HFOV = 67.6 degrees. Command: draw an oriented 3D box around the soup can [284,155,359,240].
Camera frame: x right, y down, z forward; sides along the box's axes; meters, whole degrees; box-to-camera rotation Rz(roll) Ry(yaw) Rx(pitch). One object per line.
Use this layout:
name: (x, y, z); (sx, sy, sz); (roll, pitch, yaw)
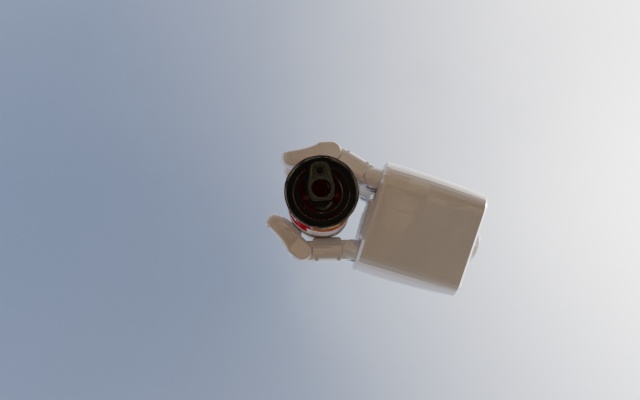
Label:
soup can: (0.000, 0.002, 0.477); (0.068, 0.068, 0.102); (0, -11, -1)
